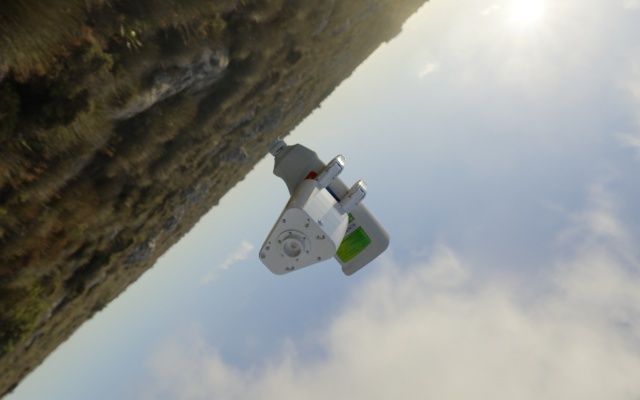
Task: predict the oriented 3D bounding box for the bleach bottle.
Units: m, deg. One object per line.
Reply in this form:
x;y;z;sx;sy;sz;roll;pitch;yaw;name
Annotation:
0.000;0.003;0.791;0.102;0.251;0.068;-39;9;21;bleach bottle
